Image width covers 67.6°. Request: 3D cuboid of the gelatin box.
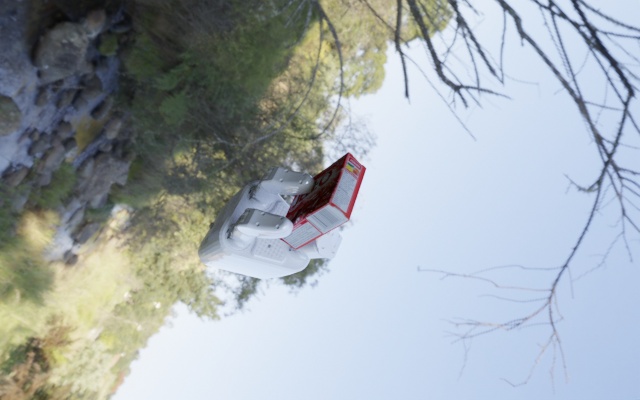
[{"bbox_3d":[0.001,0.002,0.479,0.030,0.073,0.089,39,-43,-18],"label":"gelatin box"}]
